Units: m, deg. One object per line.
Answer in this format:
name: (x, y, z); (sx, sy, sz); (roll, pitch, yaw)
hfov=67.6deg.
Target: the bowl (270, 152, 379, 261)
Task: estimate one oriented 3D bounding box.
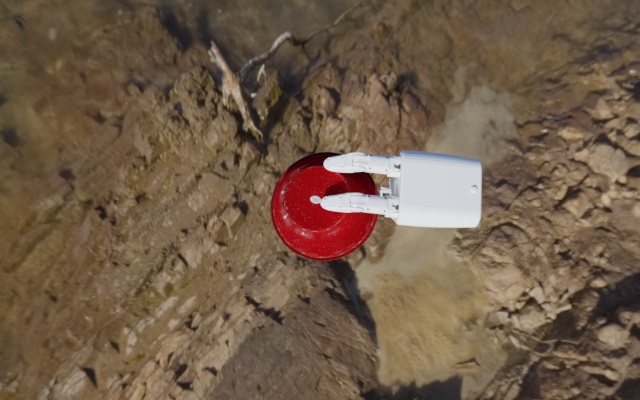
bowl: (-0.001, 0.002, 0.671); (0.162, 0.162, 0.055); (0, -11, 11)
